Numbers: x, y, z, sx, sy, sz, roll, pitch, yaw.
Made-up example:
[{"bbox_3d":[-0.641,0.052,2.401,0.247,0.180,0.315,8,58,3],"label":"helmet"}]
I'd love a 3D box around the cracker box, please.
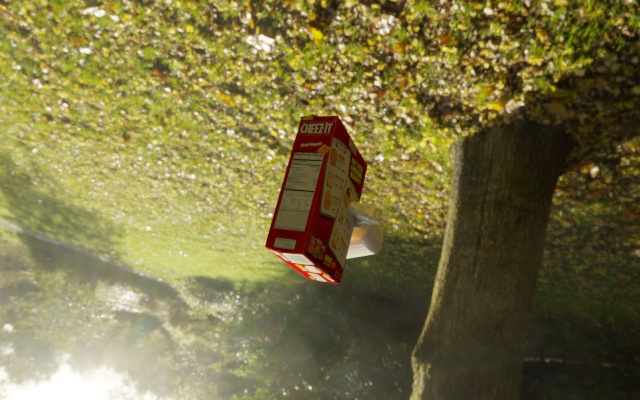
[{"bbox_3d":[0.000,0.003,0.736,0.072,0.213,0.164,5,-21,24],"label":"cracker box"}]
